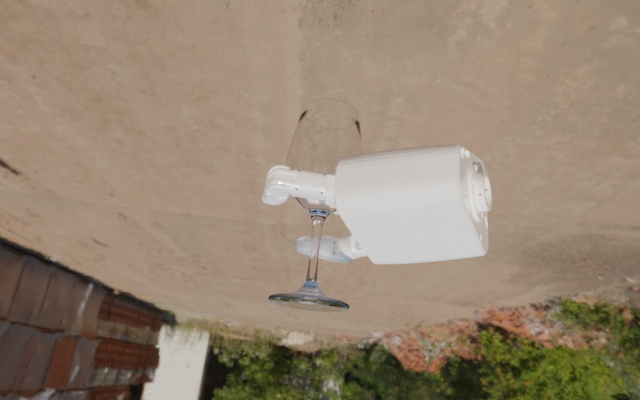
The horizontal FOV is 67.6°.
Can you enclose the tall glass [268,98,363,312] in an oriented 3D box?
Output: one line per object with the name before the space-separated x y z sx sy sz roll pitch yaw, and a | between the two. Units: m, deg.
tall glass | 0.000 0.002 0.467 0.079 0.201 0.079 5 -21 2
